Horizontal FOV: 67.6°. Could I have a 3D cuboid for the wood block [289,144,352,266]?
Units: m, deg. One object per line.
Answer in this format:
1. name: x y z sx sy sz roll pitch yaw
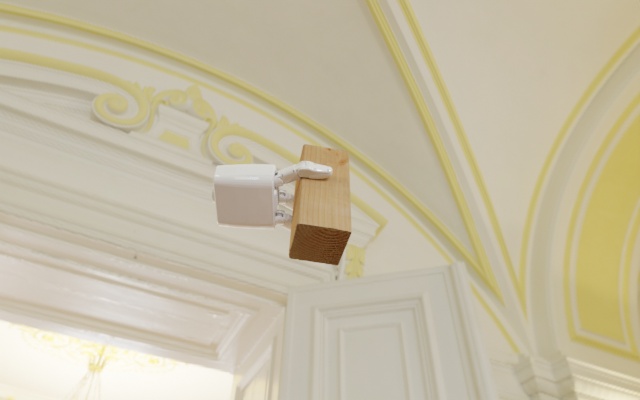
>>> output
1. wood block: 0.000 0.002 0.852 0.090 0.206 0.091 10 -46 -8
